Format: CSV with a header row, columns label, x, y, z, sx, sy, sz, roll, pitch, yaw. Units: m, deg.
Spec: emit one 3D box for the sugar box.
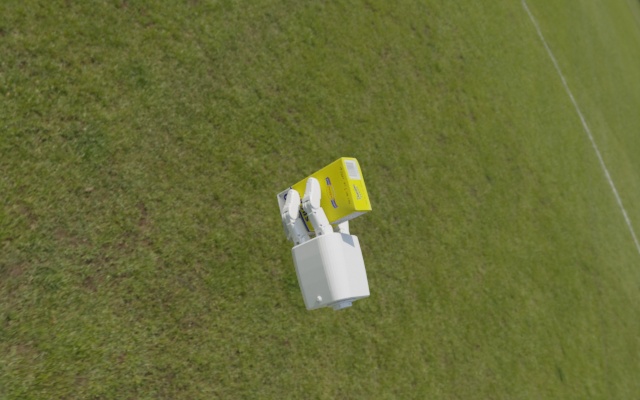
label,x,y,z,sx,sy,sz,roll,pitch,yaw
sugar box,0.000,0.003,0.818,0.048,0.093,0.176,2,-22,-46
